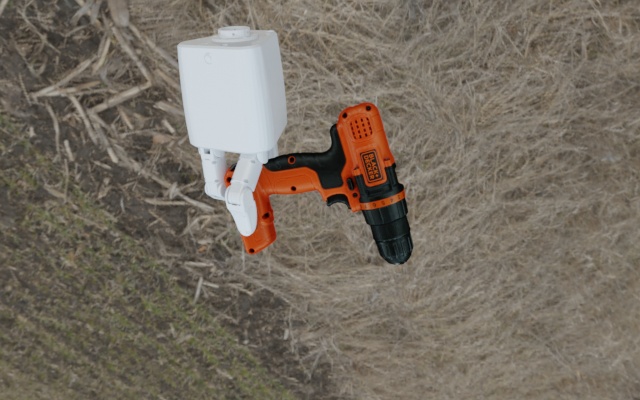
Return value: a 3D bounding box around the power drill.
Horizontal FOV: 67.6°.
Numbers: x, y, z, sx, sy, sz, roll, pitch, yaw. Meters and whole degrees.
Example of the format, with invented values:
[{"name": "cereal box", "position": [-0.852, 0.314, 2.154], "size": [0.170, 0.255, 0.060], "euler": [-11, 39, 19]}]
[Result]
[{"name": "power drill", "position": [0.000, 0.002, 0.538], "size": [0.187, 0.184, 0.057], "euler": [-15, 8, 7]}]
